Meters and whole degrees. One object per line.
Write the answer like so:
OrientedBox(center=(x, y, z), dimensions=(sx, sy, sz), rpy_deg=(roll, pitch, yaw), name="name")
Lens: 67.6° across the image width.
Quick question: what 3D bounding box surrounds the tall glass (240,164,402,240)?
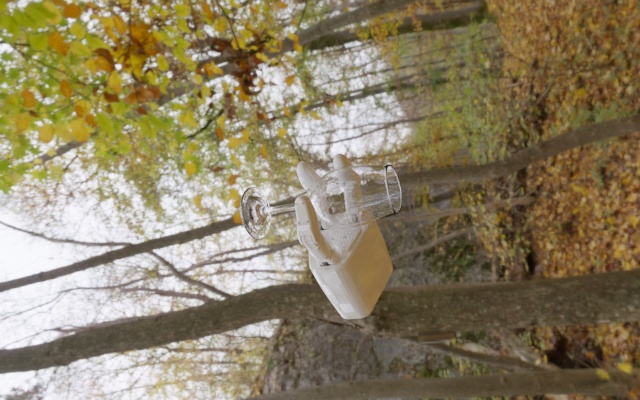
OrientedBox(center=(-0.001, 0.002, 0.618), dimensions=(0.201, 0.079, 0.079), rpy_deg=(-10, -4, 25), name="tall glass")
